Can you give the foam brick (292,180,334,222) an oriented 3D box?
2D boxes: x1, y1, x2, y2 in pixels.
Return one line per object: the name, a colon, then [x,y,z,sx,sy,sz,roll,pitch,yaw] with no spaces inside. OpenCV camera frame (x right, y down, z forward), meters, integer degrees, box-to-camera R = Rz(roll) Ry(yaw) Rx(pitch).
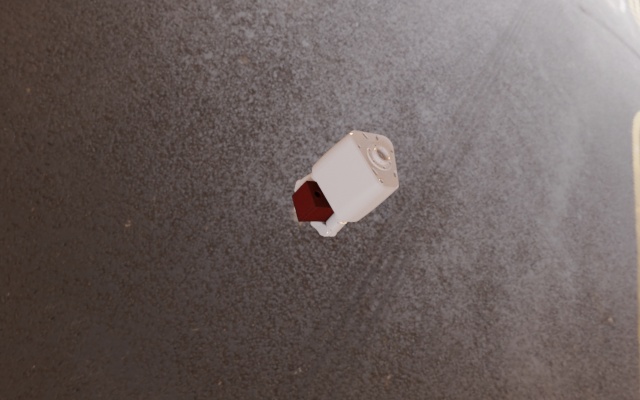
foam brick: [0.000,0.003,0.810,0.078,0.053,0.051,3,-32,-38]
